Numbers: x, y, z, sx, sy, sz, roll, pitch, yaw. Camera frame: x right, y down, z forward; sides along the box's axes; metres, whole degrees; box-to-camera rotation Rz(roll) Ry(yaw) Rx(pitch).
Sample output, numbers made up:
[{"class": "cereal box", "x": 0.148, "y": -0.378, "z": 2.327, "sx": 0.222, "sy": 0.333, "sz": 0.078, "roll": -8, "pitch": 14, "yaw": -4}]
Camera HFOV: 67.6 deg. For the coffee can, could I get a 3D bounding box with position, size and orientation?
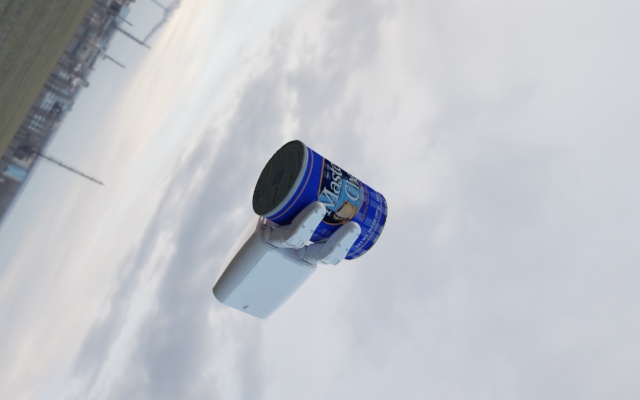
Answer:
[{"class": "coffee can", "x": 0.000, "y": 0.002, "z": 0.605, "sx": 0.140, "sy": 0.102, "sz": 0.103, "roll": 30, "pitch": -16, "yaw": -29}]
